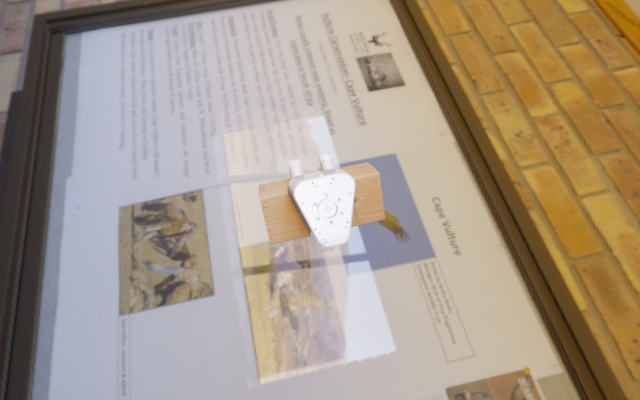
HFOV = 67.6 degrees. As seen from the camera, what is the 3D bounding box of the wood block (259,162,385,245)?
[{"bbox_3d":[0.000,0.003,0.853,0.206,0.091,0.090,-12,18,-5],"label":"wood block"}]
